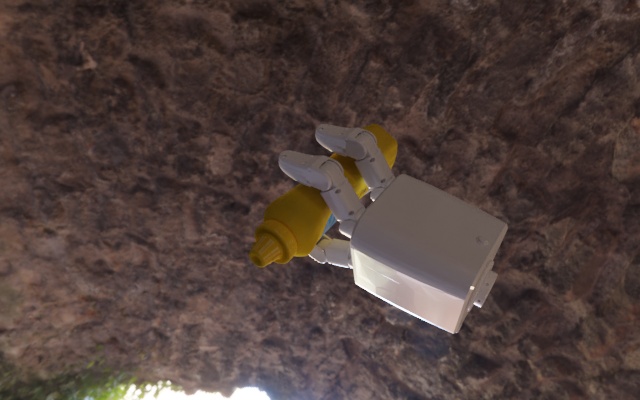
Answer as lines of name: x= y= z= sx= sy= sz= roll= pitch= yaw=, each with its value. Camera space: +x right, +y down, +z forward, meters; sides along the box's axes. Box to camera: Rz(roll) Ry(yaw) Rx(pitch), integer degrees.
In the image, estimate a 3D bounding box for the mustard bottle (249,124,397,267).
mustard bottle: x=0.000 y=0.001 z=0.469 sx=0.191 sy=0.058 sz=0.096 roll=-43 pitch=-6 yaw=-39
